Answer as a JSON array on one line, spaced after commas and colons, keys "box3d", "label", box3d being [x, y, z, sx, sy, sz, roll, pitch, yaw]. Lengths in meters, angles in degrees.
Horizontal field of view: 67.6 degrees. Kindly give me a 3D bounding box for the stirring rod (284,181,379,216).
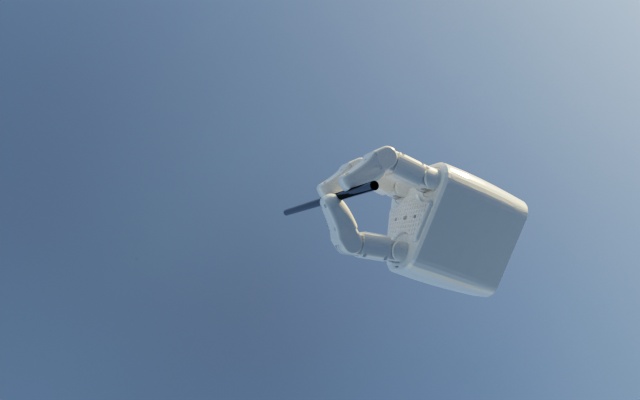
[{"box3d": [0.000, 0.002, 0.491, 0.011, 0.011, 0.239, 0, -6, -21], "label": "stirring rod"}]
